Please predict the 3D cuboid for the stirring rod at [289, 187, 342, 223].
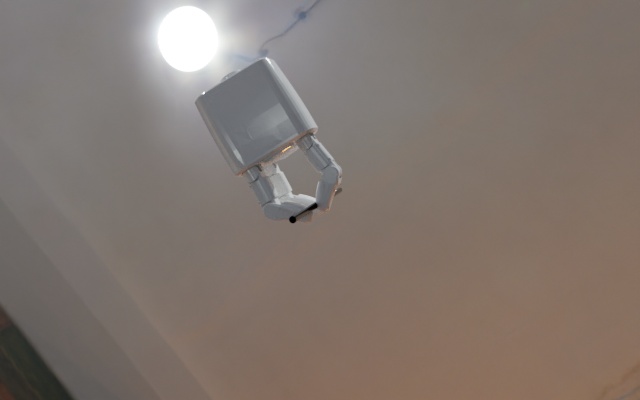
[{"bbox_3d":[0.000,0.002,0.615,0.011,0.011,0.239,0,9,14],"label":"stirring rod"}]
